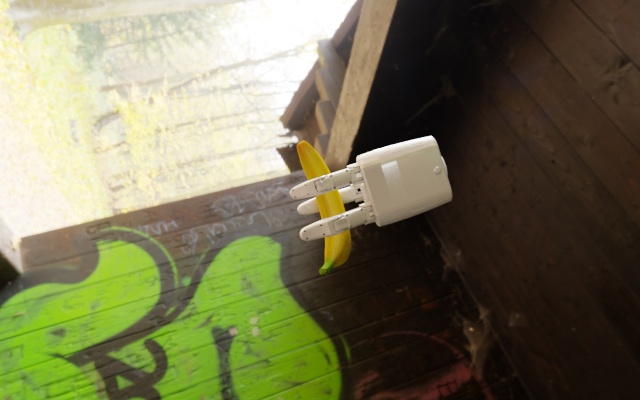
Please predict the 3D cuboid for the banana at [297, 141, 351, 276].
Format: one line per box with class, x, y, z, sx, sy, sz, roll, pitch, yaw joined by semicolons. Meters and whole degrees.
banana;0.009;0.009;0.676;0.037;0.197;0.070;-21;-21;21
